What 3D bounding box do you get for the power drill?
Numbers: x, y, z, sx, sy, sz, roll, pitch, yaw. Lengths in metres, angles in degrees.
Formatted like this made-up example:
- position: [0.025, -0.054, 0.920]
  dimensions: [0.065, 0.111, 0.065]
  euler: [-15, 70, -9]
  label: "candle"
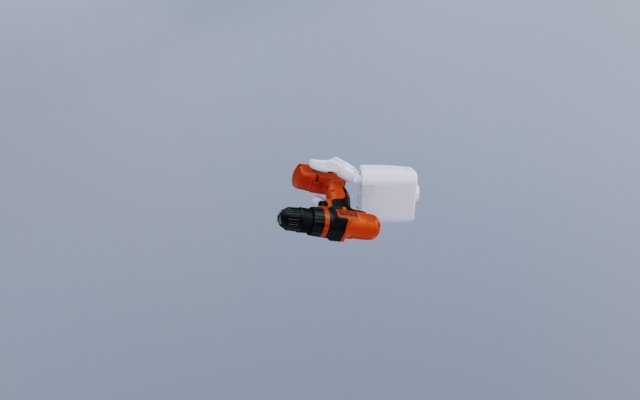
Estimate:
- position: [0.000, 0.003, 0.872]
  dimensions: [0.184, 0.057, 0.187]
  euler: [9, 32, -21]
  label: "power drill"
